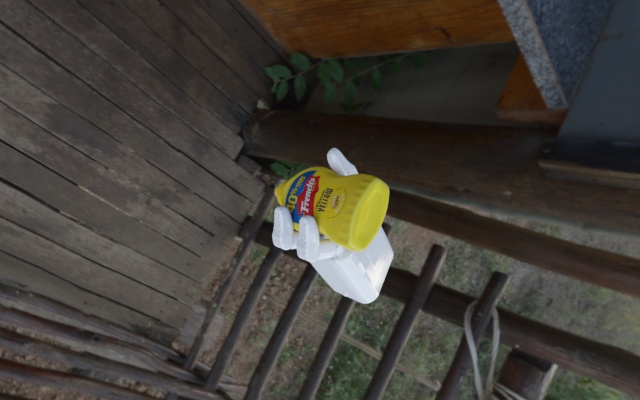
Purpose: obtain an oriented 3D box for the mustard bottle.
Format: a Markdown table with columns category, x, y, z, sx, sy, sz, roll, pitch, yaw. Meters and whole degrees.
| category | x | y | z | sx | sy | sz | roll | pitch | yaw |
| --- | --- | --- | --- | --- | --- | --- | --- | --- | --- |
| mustard bottle | 0.000 | 0.002 | 0.659 | 0.058 | 0.096 | 0.191 | 27 | -9 | -42 |
